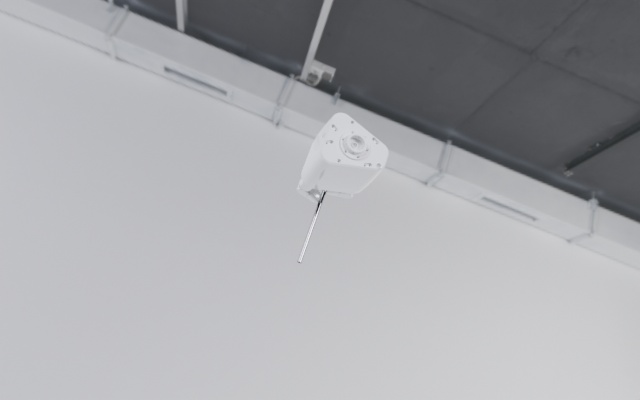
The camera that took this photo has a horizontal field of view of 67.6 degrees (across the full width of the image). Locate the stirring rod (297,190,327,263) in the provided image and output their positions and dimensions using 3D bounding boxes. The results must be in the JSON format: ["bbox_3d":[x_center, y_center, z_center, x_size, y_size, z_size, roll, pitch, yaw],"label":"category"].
[{"bbox_3d":[0.000,0.003,0.877,0.011,0.239,0.011,17,-22,7],"label":"stirring rod"}]
